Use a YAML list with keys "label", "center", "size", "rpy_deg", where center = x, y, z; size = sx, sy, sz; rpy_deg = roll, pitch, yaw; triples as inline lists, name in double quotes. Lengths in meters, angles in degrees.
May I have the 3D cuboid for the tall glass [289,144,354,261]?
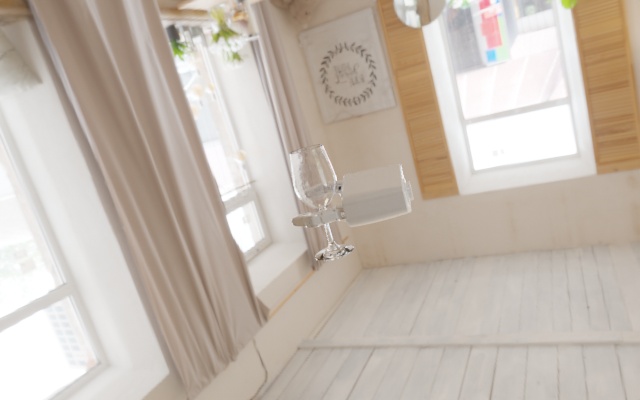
- label: "tall glass"
  center: [0.000, 0.004, 0.862]
  size: [0.079, 0.201, 0.079]
  rpy_deg: [-15, 12, 3]
